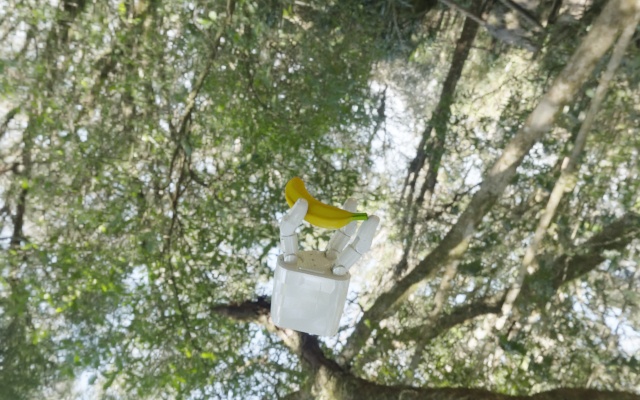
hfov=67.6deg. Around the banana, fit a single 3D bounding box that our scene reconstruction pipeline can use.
[{"bbox_3d":[-0.013,0.005,0.752,0.069,0.037,0.197,-6,24,-35],"label":"banana"}]
